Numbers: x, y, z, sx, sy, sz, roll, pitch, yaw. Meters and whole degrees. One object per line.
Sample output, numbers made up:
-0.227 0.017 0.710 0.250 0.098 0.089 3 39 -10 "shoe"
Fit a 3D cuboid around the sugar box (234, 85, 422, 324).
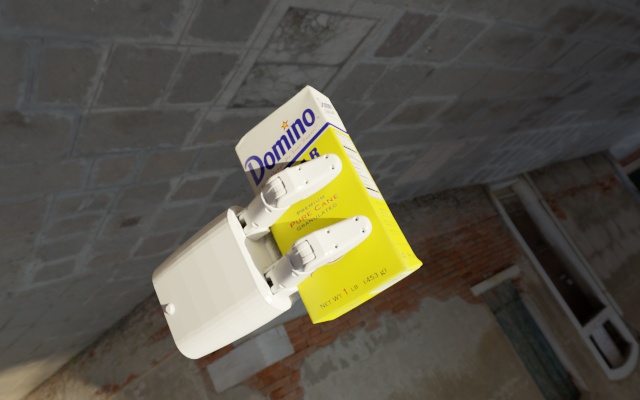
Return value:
0.000 0.001 0.402 0.093 0.176 0.048 -35 -19 20 "sugar box"
